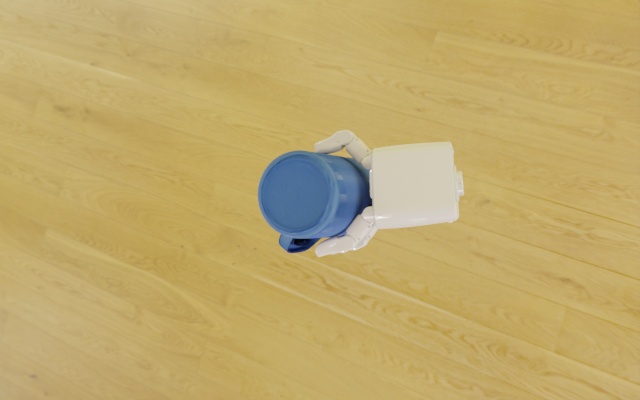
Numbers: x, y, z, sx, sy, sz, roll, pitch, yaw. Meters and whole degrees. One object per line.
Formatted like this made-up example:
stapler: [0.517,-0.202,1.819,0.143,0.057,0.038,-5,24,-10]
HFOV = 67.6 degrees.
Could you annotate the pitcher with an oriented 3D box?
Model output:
pitcher: [0.000,0.002,0.687,0.145,0.149,0.243,-5,-2,18]
